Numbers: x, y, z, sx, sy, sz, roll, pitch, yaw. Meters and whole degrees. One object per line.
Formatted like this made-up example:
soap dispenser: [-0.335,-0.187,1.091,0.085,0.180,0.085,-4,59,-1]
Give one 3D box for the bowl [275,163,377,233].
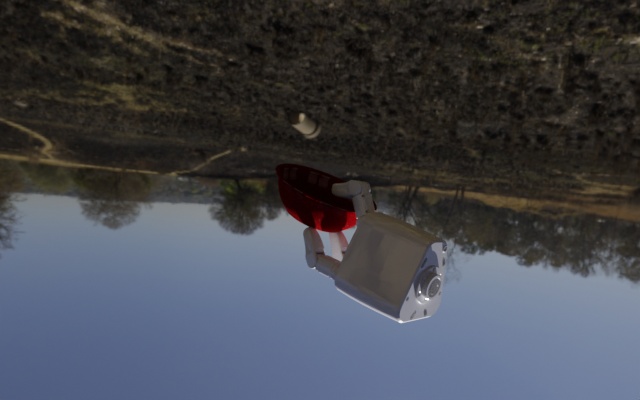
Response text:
bowl: [-0.001,0.002,0.716,0.162,0.055,0.162,21,17,-7]
